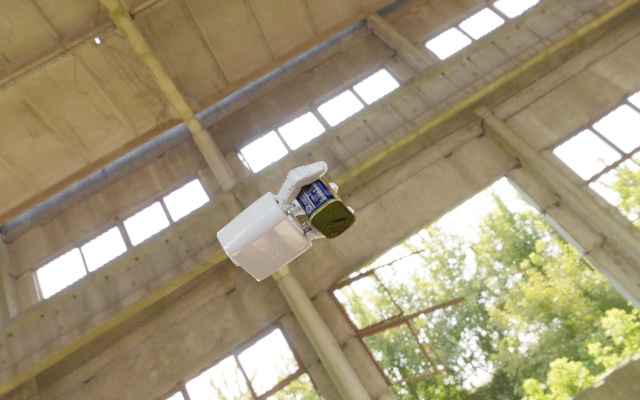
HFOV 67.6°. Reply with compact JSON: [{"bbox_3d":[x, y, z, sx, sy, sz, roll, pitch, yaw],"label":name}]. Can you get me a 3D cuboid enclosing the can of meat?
[{"bbox_3d":[0.000,0.002,0.749,0.057,0.084,0.102,-39,-31,5],"label":"can of meat"}]
